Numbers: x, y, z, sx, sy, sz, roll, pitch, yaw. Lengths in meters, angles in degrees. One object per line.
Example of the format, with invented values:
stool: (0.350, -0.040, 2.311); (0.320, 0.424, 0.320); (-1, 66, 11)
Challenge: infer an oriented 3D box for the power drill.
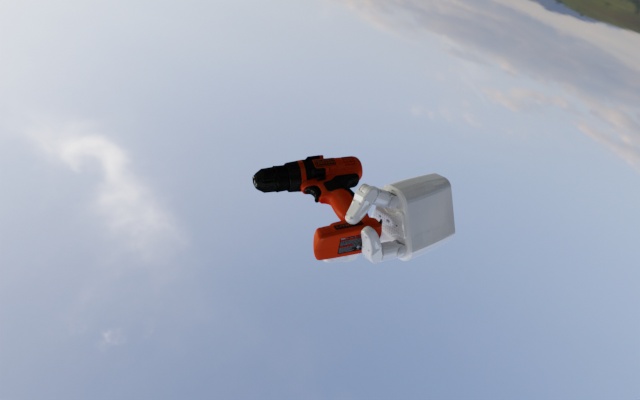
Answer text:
power drill: (0.001, 0.003, 0.738); (0.184, 0.057, 0.187); (-10, 47, -15)
